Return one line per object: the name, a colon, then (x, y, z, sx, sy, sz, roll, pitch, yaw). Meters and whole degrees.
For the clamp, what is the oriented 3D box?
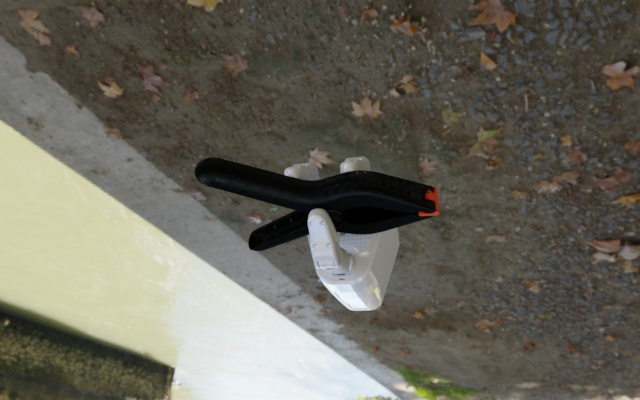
clamp: (0.001, 0.002, 0.441, 0.210, 0.036, 0.165, -6, -28, 15)
